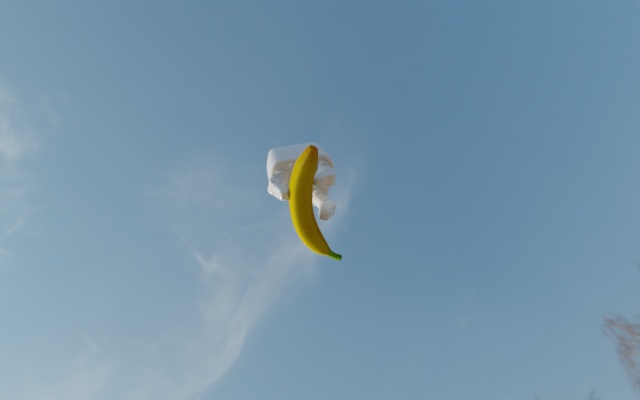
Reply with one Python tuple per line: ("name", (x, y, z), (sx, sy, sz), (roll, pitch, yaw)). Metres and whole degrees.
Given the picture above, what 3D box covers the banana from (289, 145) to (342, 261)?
("banana", (-0.017, 0.009, 0.764), (0.069, 0.198, 0.037), (-10, 21, 11))
